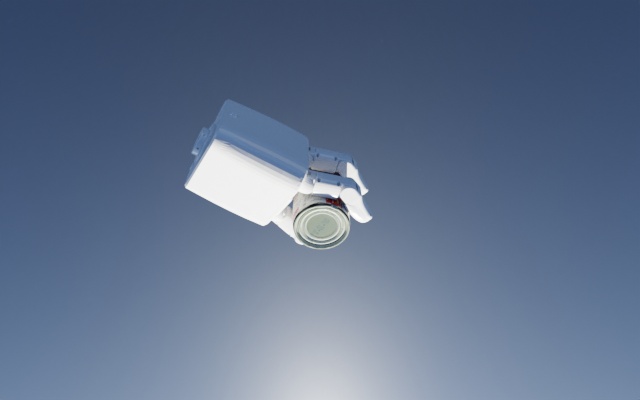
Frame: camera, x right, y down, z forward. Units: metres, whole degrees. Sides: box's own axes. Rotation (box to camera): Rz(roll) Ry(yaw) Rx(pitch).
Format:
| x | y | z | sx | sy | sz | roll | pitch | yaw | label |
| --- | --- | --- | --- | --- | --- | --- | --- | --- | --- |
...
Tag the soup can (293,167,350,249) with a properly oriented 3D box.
| x | y | z | sx | sy | sz | roll | pitch | yaw | label |
| --- | --- | --- | --- | --- | --- | --- | --- | --- | --- |
| 0.000 | 0.002 | 0.586 | 0.068 | 0.069 | 0.102 | 0 | 36 | -2 | soup can |
